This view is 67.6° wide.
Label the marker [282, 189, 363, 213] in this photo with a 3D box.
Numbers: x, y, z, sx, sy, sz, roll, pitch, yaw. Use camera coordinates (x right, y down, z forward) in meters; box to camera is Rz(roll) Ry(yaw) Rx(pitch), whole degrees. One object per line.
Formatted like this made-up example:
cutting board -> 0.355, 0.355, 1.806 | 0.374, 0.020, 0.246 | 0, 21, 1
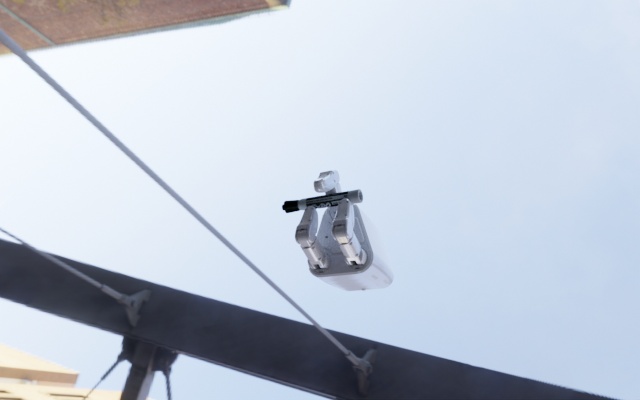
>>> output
marker -> 0.000, 0.002, 0.665 | 0.121, 0.020, 0.020 | -9, -4, 25
